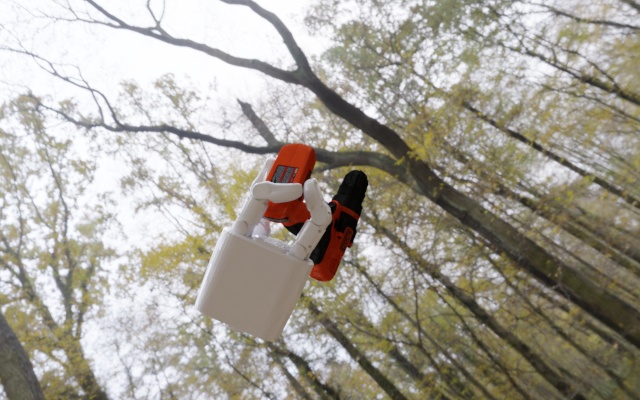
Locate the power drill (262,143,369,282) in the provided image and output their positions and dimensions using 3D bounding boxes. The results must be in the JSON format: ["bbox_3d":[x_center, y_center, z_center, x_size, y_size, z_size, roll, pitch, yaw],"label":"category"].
[{"bbox_3d":[0.000,0.002,0.670,0.057,0.184,0.188,7,-25,34],"label":"power drill"}]
